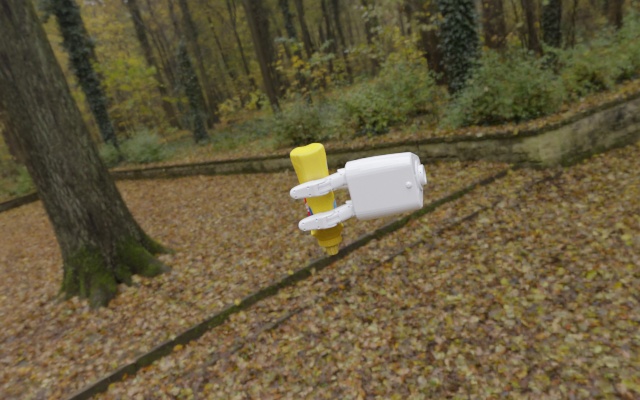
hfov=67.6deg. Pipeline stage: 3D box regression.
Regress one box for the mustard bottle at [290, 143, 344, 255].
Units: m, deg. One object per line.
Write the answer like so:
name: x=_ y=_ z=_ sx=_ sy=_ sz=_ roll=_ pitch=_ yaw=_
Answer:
mustard bottle: x=0.000 y=0.002 z=0.814 sx=0.058 sy=0.192 sz=0.096 roll=-16 pitch=14 yaw=-3
